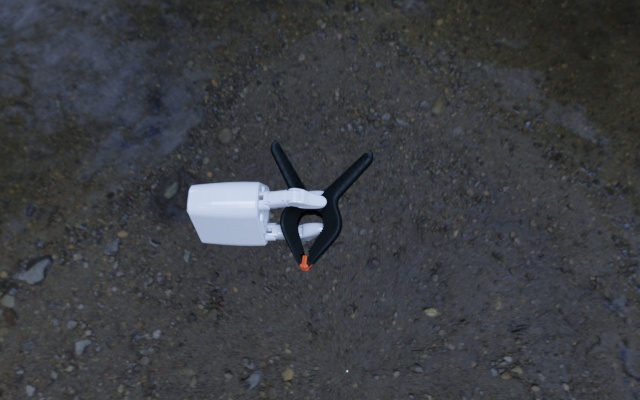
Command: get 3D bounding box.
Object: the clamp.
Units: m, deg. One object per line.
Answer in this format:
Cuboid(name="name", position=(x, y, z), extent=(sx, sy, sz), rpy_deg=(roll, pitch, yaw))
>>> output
Cuboid(name="clamp", position=(0.000, 0.003, 0.733), extent=(0.164, 0.210, 0.036), rpy_deg=(0, -20, 4))
